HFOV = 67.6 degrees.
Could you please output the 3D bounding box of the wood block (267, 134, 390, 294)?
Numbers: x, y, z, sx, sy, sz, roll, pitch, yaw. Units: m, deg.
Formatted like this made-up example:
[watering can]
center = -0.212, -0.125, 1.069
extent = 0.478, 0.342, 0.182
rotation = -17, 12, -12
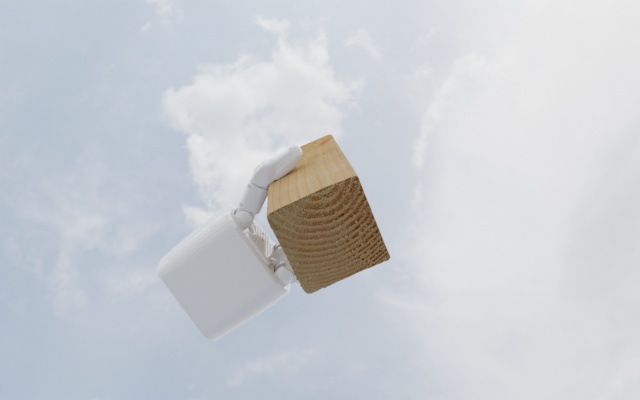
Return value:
[wood block]
center = 0.000, 0.002, 0.525
extent = 0.090, 0.091, 0.206
rotation = -24, 19, 2
